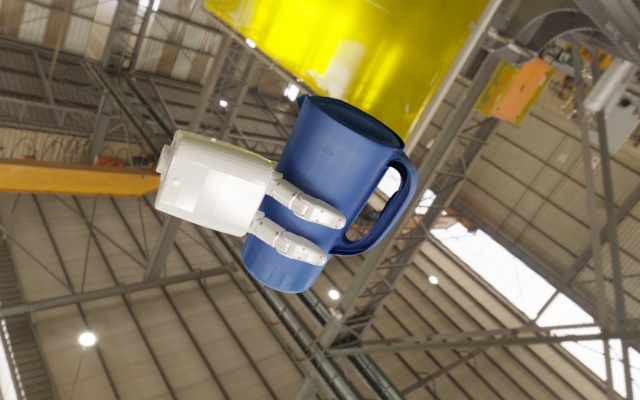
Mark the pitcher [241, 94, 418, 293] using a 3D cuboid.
[{"bbox_3d":[0.000,0.002,0.604,0.145,0.243,0.149,19,24,-22],"label":"pitcher"}]
